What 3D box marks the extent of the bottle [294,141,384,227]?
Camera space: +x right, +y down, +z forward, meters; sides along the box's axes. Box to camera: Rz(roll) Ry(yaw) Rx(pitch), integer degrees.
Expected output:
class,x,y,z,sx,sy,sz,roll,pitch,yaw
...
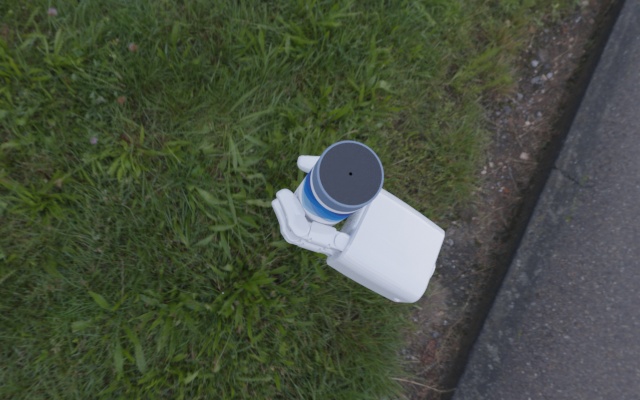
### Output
class,x,y,z,sx,sy,sz,roll,pitch,yaw
bottle,0.000,0.002,0.595,0.069,0.069,0.296,0,-11,-12
